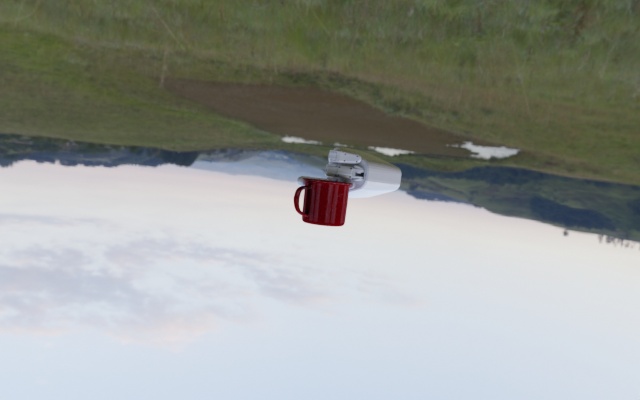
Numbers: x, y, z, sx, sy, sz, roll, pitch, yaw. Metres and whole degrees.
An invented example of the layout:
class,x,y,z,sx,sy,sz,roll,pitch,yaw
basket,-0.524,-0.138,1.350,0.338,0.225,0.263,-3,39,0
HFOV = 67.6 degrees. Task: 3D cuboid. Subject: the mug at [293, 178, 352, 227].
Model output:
class,x,y,z,sx,sy,sz,roll,pitch,yaw
mug,-0.001,0.003,0.880,0.117,0.081,0.093,3,4,-42
